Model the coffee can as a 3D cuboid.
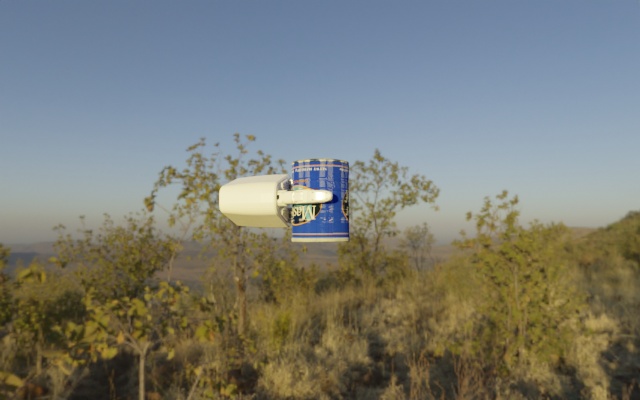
[{"bbox_3d":[0.000,0.003,0.846,0.103,0.140,0.103,0,-4,0],"label":"coffee can"}]
